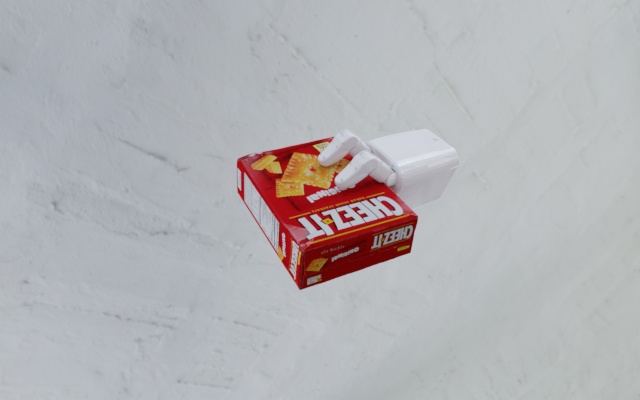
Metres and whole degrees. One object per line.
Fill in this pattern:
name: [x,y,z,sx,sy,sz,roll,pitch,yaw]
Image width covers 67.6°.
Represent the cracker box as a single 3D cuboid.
cracker box: [0.000,0.002,0.641,0.164,0.072,0.213,-15,41,-24]
